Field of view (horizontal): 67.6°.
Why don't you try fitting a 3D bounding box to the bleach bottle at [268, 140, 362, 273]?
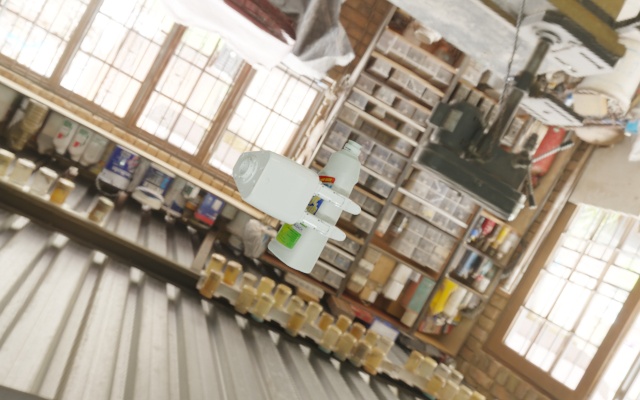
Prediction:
[{"bbox_3d":[0.000,0.003,0.887,0.068,0.251,0.102,27,2,-37],"label":"bleach bottle"}]
